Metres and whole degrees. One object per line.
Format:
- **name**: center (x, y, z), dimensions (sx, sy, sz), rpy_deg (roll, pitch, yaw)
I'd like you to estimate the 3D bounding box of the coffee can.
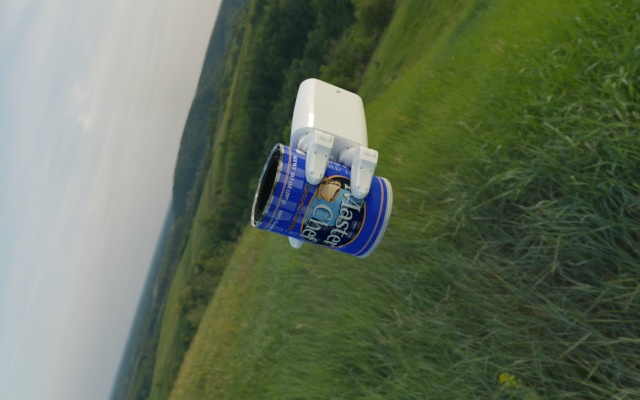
- **coffee can**: center (0.000, 0.002, 0.571), dimensions (0.140, 0.103, 0.103), rpy_deg (17, -5, -17)
